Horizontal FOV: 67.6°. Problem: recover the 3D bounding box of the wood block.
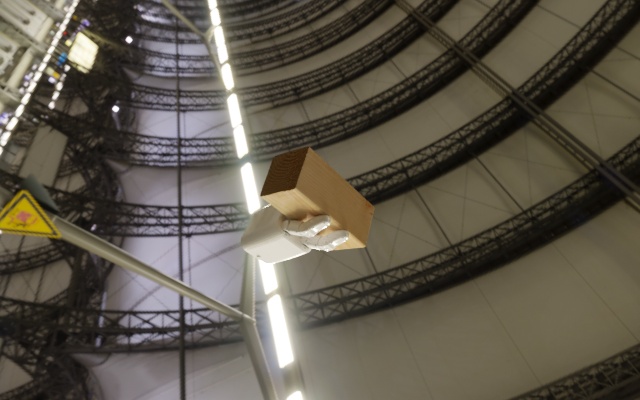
[{"bbox_3d":[0.000,0.003,0.879,0.090,0.090,0.206,-11,-38,40],"label":"wood block"}]
